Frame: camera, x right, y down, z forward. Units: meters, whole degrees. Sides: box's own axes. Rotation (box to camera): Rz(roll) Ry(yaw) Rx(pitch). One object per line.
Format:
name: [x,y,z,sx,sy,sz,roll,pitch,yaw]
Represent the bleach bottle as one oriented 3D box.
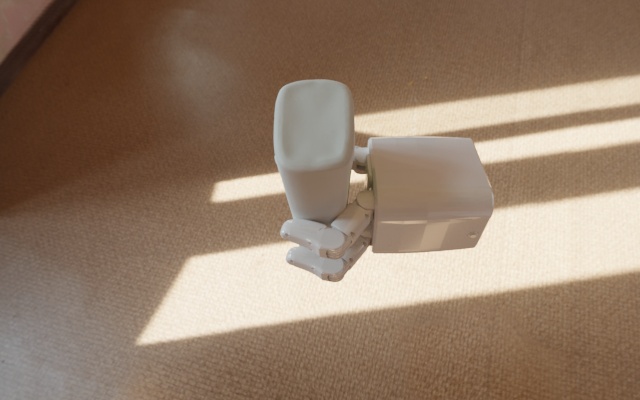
bleach bottle: [0.000,0.002,0.495,0.068,0.102,0.251,-1,-32,3]
